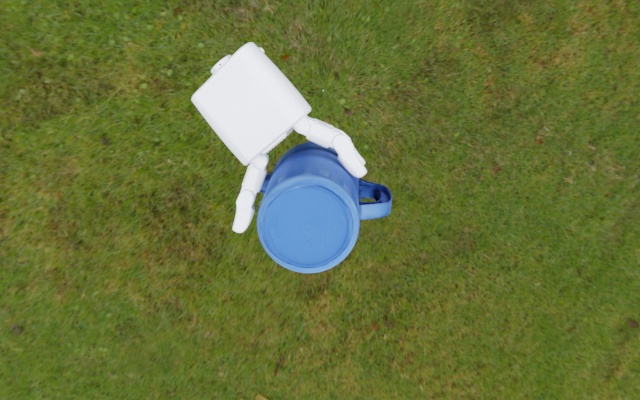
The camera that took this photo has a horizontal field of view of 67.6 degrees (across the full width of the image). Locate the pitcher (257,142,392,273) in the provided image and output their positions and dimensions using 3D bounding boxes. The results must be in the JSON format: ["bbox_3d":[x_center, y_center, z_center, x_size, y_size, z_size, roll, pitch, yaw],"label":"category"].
[{"bbox_3d":[0.000,0.002,0.606,0.149,0.145,0.242,-40,9,9],"label":"pitcher"}]
